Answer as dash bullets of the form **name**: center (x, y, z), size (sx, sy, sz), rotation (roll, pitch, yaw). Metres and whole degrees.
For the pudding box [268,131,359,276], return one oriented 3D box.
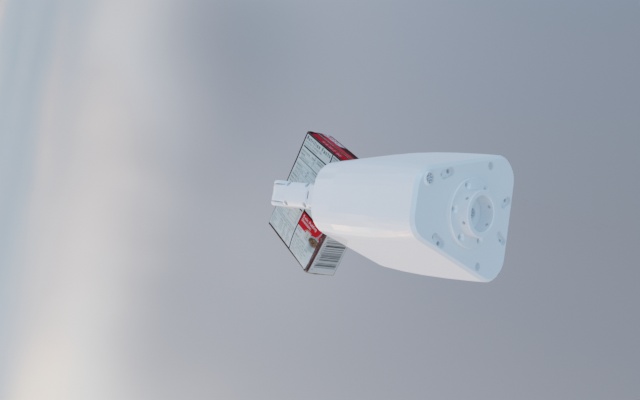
- **pudding box**: center (0.000, 0.002, 0.465), size (0.039, 0.113, 0.090), rotation (11, 24, -38)
